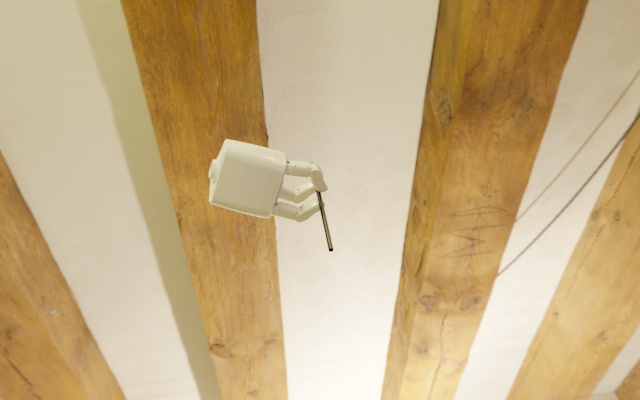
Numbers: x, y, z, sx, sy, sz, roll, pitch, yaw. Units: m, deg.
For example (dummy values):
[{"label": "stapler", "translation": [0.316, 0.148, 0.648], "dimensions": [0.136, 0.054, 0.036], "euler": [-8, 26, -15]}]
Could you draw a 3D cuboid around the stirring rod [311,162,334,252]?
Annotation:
[{"label": "stirring rod", "translation": [0.000, 0.003, 0.833], "dimensions": [0.011, 0.011, 0.239], "euler": [0, 38, -10]}]
